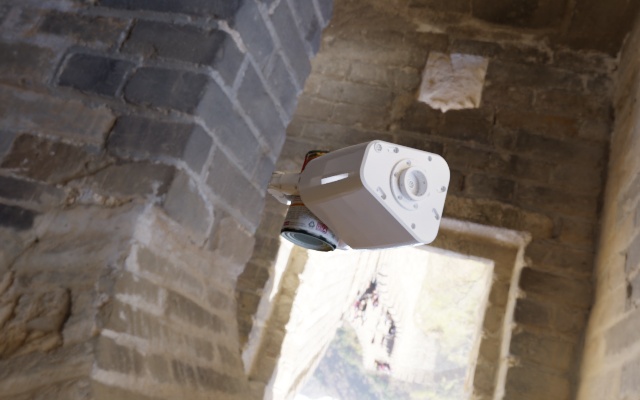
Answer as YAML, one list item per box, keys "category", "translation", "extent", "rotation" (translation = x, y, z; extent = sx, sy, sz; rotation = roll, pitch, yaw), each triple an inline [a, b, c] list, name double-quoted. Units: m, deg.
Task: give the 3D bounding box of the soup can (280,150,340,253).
- category: "soup can"
  translation: [0.000, 0.002, 0.556]
  extent: [0.068, 0.102, 0.068]
  rotation: [16, -19, 5]
